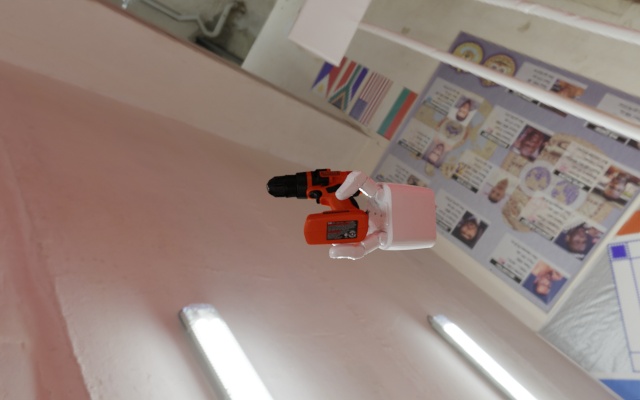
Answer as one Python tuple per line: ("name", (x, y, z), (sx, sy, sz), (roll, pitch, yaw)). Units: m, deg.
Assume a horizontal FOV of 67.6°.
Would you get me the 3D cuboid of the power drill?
("power drill", (0.000, 0.003, 0.830), (0.184, 0.057, 0.187), (-5, 31, -5))
